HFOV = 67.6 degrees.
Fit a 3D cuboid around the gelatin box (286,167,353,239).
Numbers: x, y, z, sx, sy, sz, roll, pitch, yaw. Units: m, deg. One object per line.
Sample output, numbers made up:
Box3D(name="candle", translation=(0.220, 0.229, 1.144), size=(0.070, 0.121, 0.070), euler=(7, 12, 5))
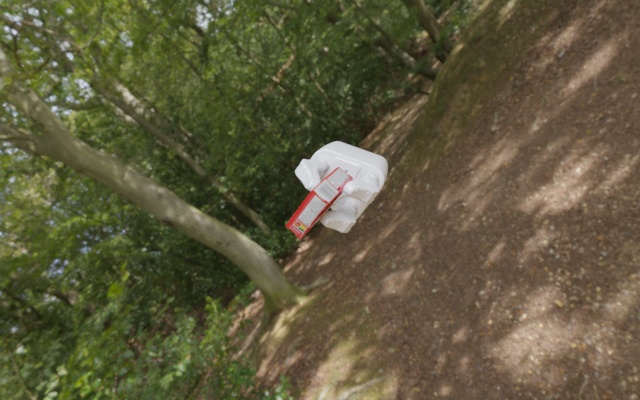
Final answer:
Box3D(name="gelatin box", translation=(0.000, 0.002, 0.633), size=(0.030, 0.073, 0.089), euler=(41, 34, 4))
